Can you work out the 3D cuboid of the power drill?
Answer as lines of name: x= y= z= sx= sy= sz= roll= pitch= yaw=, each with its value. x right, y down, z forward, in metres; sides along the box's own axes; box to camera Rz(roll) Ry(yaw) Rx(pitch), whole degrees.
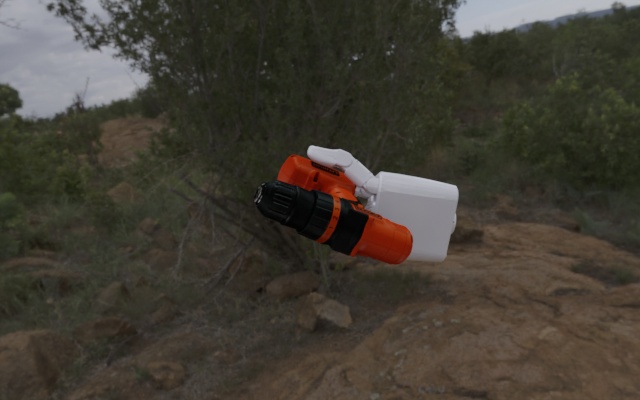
power drill: x=0.000 y=0.002 z=0.568 sx=0.184 sy=0.057 sz=0.187 roll=23 pitch=14 yaw=-21
